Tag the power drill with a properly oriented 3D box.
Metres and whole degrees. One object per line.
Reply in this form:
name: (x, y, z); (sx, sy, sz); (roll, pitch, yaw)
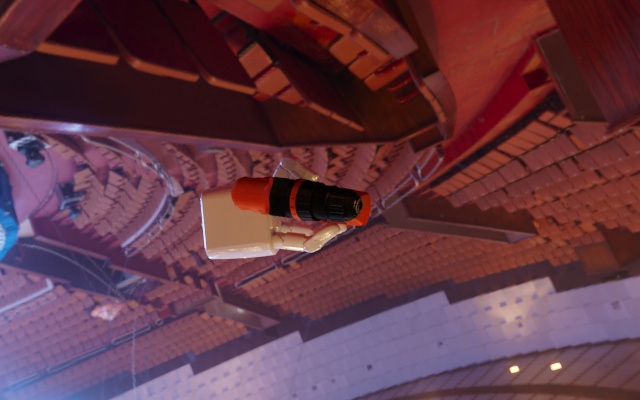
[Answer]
power drill: (0.000, 0.002, 0.658); (0.184, 0.057, 0.188); (9, -2, 29)
